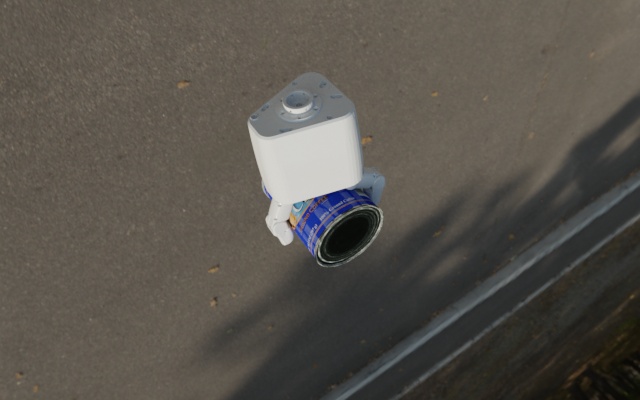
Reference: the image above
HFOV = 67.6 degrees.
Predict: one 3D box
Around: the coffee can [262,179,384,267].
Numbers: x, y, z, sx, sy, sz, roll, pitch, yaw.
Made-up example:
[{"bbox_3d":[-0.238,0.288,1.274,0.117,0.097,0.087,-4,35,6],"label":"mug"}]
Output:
[{"bbox_3d":[0.000,0.002,0.628,0.103,0.103,0.140,0,39,-43],"label":"coffee can"}]
